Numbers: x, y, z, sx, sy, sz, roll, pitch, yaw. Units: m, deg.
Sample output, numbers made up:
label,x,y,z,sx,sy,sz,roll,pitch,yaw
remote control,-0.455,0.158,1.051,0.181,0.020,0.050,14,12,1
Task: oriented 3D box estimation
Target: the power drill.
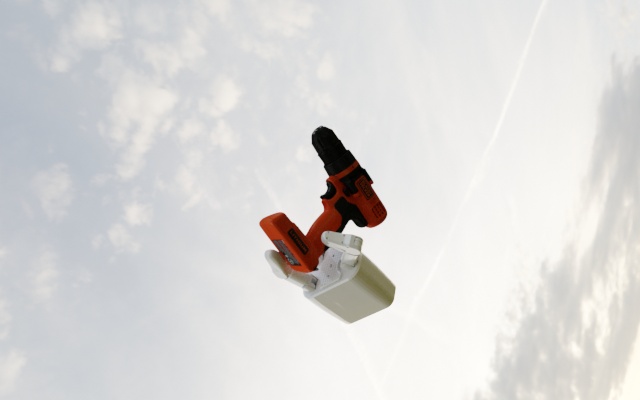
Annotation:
label,x,y,z,sx,sy,sz,roll,pitch,yaw
power drill,0.000,0.003,0.724,0.187,0.184,0.057,-41,13,-26
